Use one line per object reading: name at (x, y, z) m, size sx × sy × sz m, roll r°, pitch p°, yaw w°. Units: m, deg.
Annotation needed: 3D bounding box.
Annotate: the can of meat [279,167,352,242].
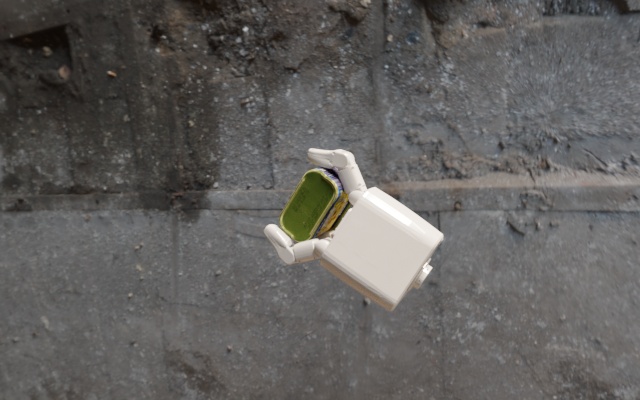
can of meat at (0.000, 0.002, 0.632) m, size 0.057 × 0.102 × 0.084 m, roll 38°, pitch 22°, yaw 15°
